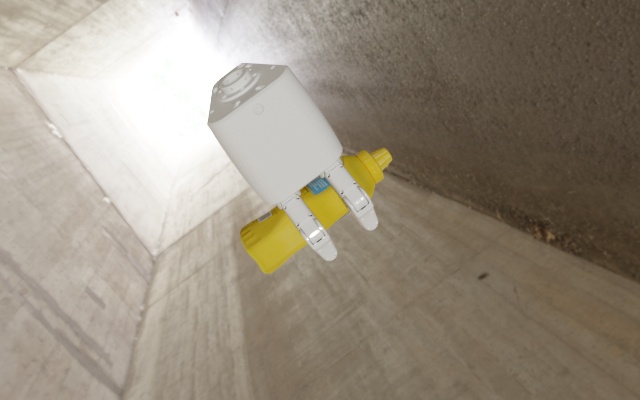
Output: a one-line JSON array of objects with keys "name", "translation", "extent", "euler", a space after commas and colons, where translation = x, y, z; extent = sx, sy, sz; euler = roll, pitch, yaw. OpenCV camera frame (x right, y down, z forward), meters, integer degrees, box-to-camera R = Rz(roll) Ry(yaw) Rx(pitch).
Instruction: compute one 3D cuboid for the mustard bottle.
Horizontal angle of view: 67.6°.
[{"name": "mustard bottle", "translation": [0.000, 0.002, 0.545], "extent": [0.191, 0.058, 0.096], "euler": [-37, 11, -2]}]
